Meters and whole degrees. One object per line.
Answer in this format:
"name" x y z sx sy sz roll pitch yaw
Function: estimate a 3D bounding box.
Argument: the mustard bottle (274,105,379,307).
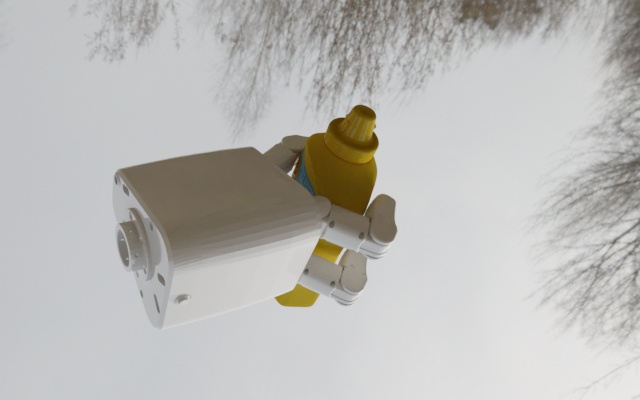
"mustard bottle" 0.000 0.001 0.404 0.058 0.096 0.192 8 -46 -19
